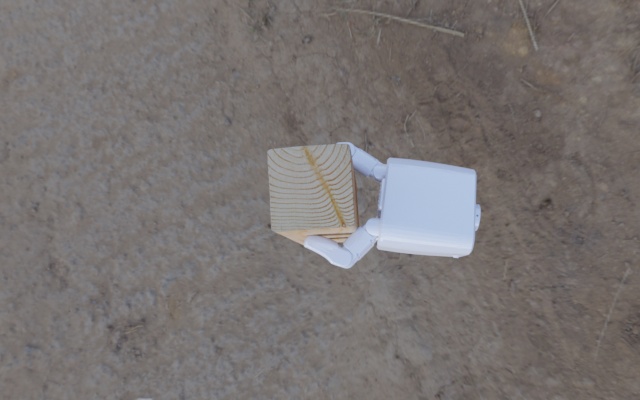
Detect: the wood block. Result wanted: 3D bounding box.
[{"bbox_3d":[0.000,0.002,0.597,0.090,0.091,0.206,-4,-10,5],"label":"wood block"}]
